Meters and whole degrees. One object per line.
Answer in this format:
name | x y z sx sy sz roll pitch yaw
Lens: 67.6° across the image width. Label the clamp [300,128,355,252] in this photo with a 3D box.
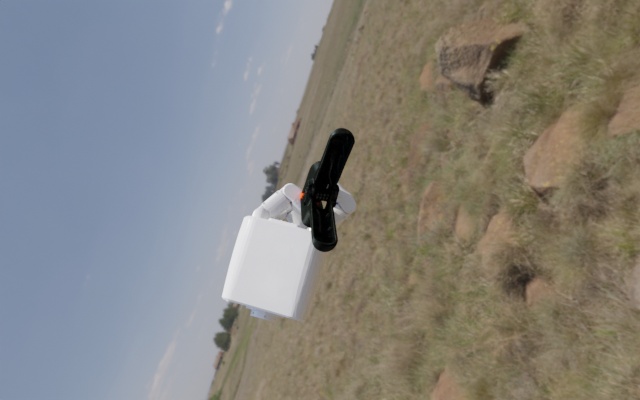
clamp | -0.001 0.001 0.525 0.039 0.120 0.171 16 -13 -5
